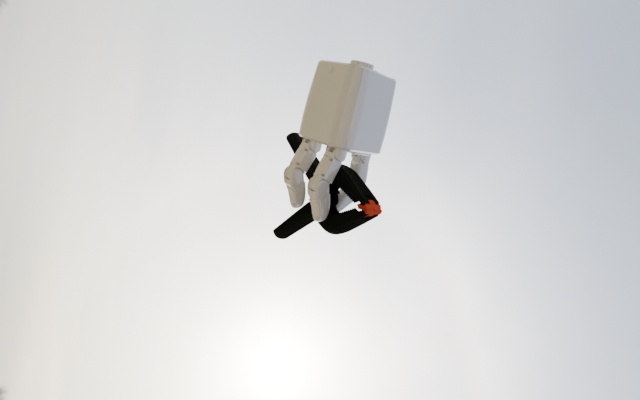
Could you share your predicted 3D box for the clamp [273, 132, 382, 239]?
[{"bbox_3d":[0.001,0.002,0.672,0.036,0.164,0.210,2,16,-39],"label":"clamp"}]
